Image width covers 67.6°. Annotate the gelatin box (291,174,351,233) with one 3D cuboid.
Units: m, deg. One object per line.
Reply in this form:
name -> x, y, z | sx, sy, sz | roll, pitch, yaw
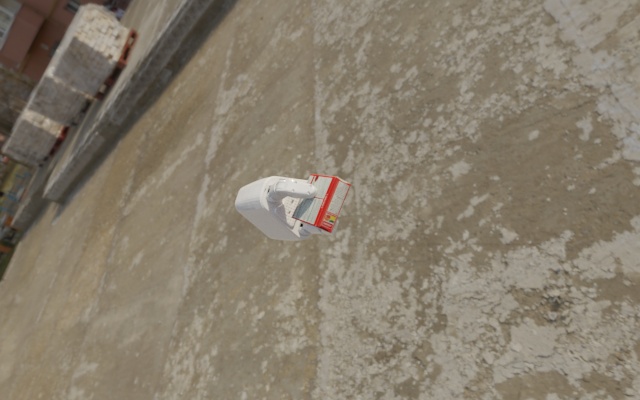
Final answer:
gelatin box -> 0.000, 0.002, 0.682 | 0.030, 0.073, 0.089 | 25, -5, -25
